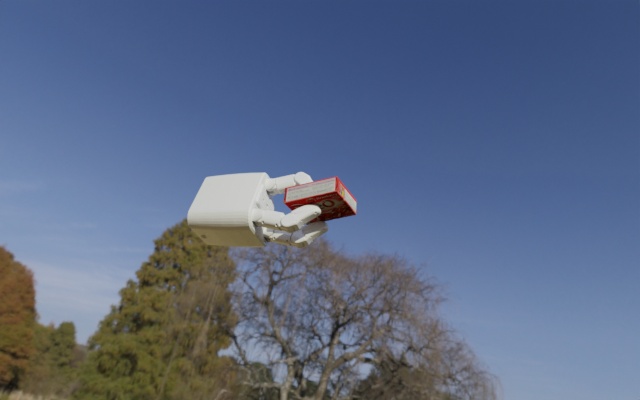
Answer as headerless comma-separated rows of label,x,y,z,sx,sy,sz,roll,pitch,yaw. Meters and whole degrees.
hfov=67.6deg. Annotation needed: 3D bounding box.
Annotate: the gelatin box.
gelatin box,0.000,0.002,0.716,0.089,0.030,0.073,-12,-34,23
